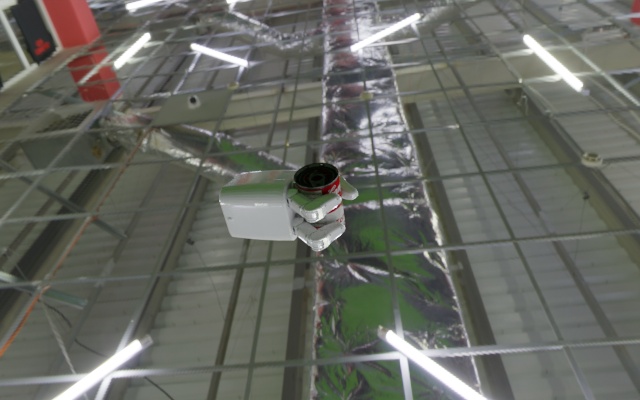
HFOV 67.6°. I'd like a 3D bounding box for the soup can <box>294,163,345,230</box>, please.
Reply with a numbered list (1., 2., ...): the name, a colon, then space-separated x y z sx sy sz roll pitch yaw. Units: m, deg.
1. soup can: 0.001 0.003 0.737 0.068 0.102 0.068 -6 36 4
